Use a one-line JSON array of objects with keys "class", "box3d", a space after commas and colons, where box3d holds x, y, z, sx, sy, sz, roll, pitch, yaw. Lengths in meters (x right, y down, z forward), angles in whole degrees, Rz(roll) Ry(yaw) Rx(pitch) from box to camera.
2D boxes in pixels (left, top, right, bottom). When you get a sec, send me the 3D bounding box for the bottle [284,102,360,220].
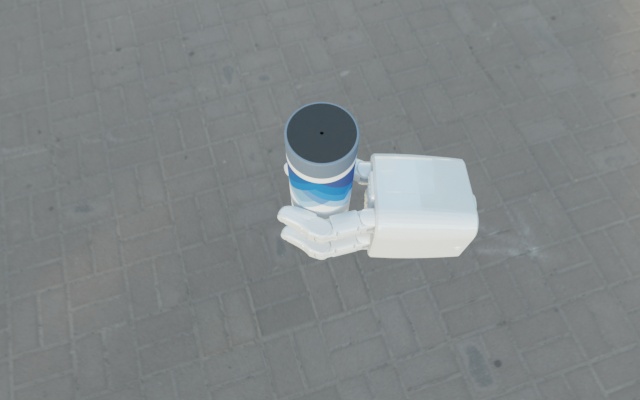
[{"class": "bottle", "box3d": [0.000, 0.002, 0.551, 0.069, 0.069, 0.296, 0, -25, 0]}]
